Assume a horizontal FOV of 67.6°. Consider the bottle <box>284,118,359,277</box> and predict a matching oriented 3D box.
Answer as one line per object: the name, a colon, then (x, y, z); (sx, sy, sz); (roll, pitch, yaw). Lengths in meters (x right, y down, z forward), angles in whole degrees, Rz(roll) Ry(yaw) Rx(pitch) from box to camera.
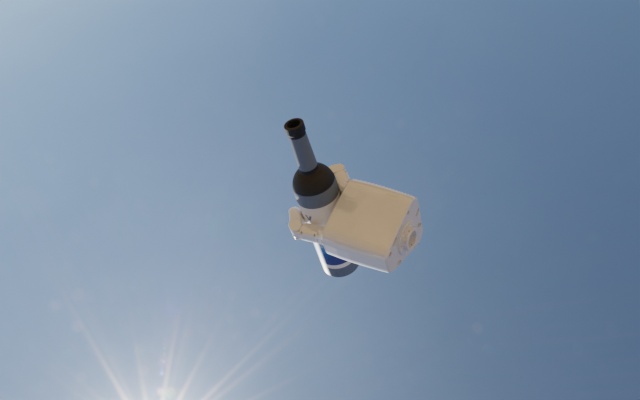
bottle: (0.000, 0.003, 0.731); (0.069, 0.296, 0.069); (-10, 42, 10)
